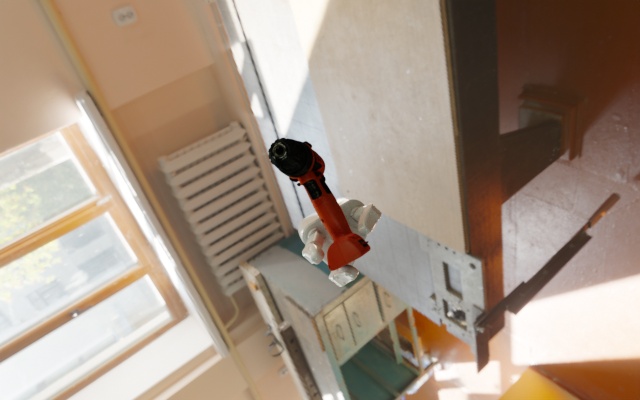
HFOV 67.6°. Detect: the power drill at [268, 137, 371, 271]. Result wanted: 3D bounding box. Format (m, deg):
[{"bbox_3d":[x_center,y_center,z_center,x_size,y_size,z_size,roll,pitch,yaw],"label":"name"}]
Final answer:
[{"bbox_3d":[0.000,0.003,0.669,0.057,0.187,0.184,-27,-8,11],"label":"power drill"}]
